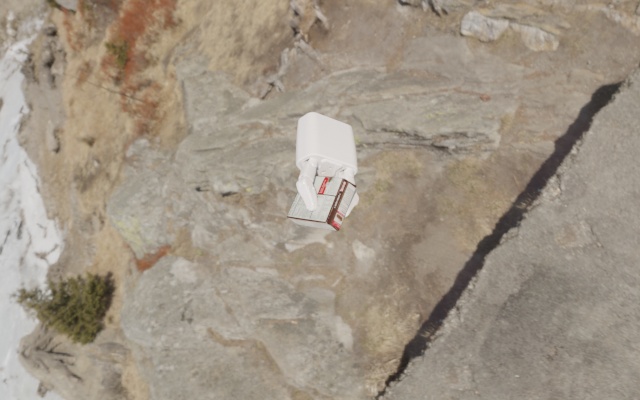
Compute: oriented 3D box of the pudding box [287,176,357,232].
[{"bbox_3d":[0.000,0.003,0.853,0.039,0.090,0.113,32,-17,-37],"label":"pudding box"}]
